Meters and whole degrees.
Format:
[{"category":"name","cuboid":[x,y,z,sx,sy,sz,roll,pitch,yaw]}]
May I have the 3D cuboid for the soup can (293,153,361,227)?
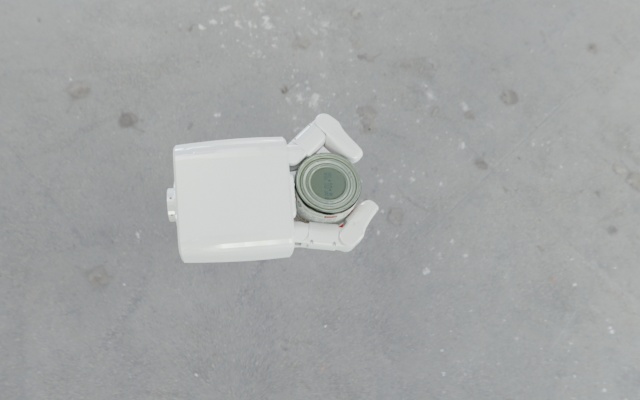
[{"category":"soup can","cuboid":[0.001,0.002,0.504,0.068,0.068,0.102,0,-23,-10]}]
